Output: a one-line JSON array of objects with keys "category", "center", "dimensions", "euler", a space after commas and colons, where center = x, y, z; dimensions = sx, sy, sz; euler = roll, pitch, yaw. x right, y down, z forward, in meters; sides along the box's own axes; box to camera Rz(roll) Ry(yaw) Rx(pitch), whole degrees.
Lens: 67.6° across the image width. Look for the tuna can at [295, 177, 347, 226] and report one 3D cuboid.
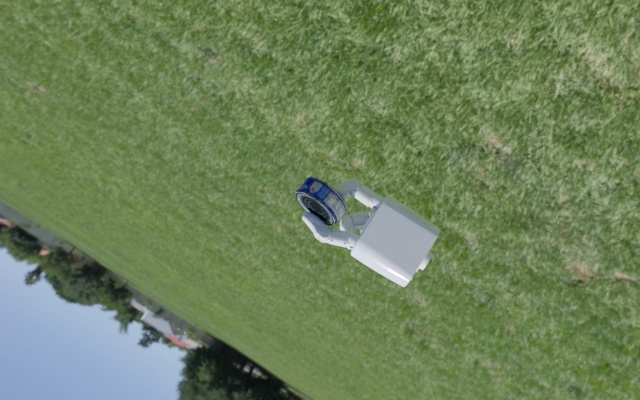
[{"category": "tuna can", "center": [0.000, 0.003, 0.791], "dimensions": [0.086, 0.033, 0.086], "euler": [34, -20, 15]}]
